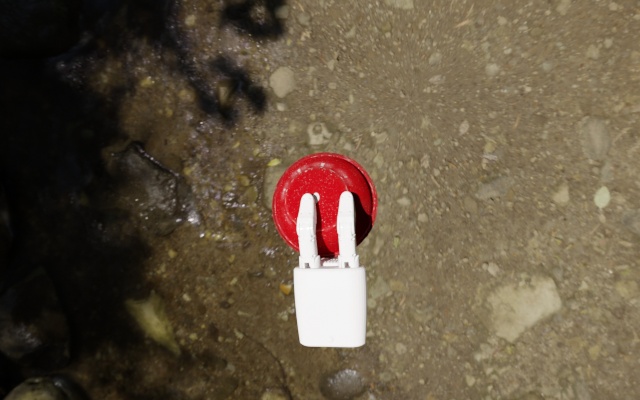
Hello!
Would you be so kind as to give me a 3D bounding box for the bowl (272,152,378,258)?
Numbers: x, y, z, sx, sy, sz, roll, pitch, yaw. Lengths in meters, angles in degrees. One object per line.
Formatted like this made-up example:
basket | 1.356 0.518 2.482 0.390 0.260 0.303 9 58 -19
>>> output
bowl | 0.000 0.001 0.692 0.162 0.162 0.055 0 -9 11
